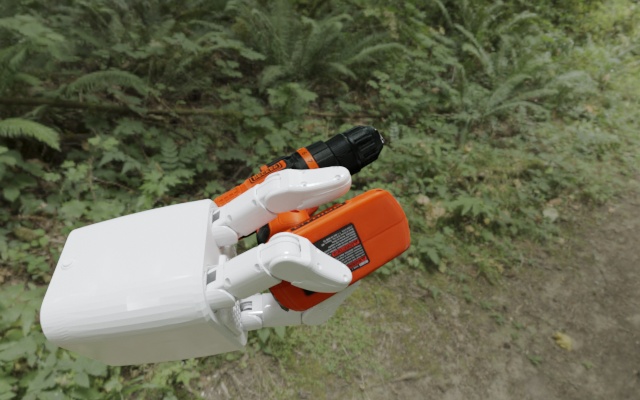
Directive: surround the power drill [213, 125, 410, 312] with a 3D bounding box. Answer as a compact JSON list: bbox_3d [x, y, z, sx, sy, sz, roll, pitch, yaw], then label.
[{"bbox_3d":[0.000,0.002,0.404,0.184,0.057,0.187,-31,23,-6],"label":"power drill"}]
